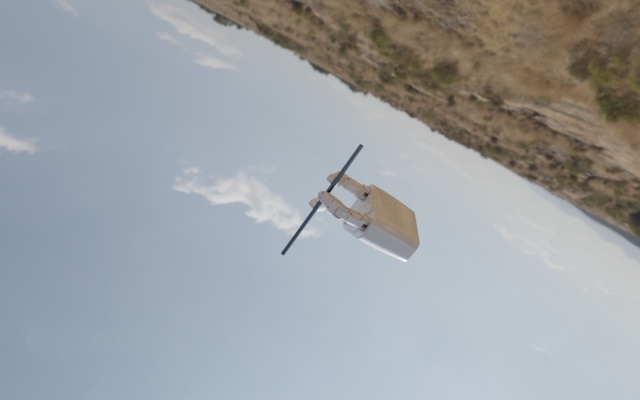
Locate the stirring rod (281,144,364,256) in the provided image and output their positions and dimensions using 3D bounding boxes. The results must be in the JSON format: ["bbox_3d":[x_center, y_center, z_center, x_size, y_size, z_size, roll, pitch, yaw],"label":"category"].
[{"bbox_3d":[0.000,0.003,0.815,0.011,0.239,0.011,32,18,-12],"label":"stirring rod"}]
